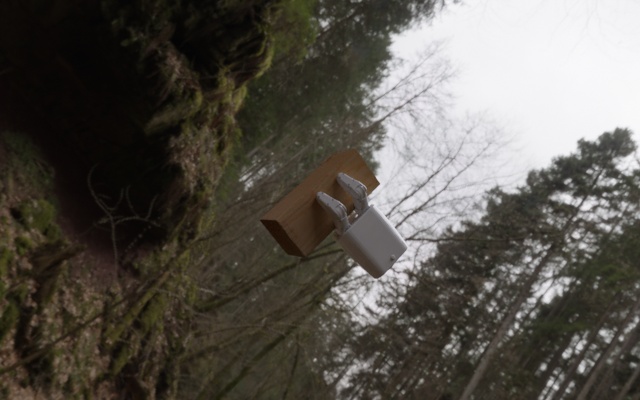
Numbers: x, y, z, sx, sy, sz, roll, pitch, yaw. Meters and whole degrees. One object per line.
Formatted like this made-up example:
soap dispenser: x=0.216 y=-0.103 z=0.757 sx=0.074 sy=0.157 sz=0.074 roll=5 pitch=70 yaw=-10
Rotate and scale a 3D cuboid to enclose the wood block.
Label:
wood block: x=0.000 y=0.003 z=0.898 sx=0.206 sy=0.090 sz=0.091 roll=-43 pitch=16 yaw=-21
